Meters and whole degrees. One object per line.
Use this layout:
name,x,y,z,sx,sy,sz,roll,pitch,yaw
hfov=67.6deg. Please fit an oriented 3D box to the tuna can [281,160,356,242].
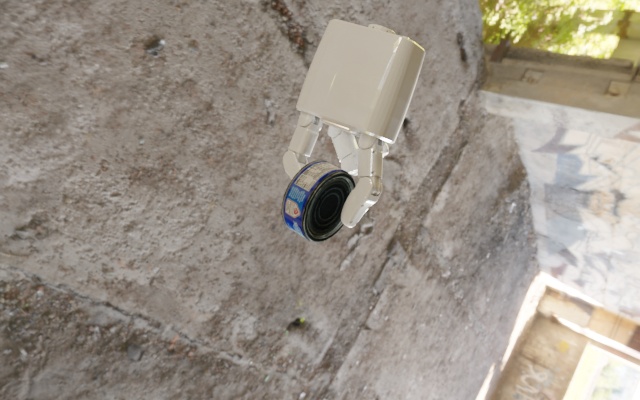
tuna can,0.000,0.002,0.519,0.033,0.086,0.086,29,18,35
